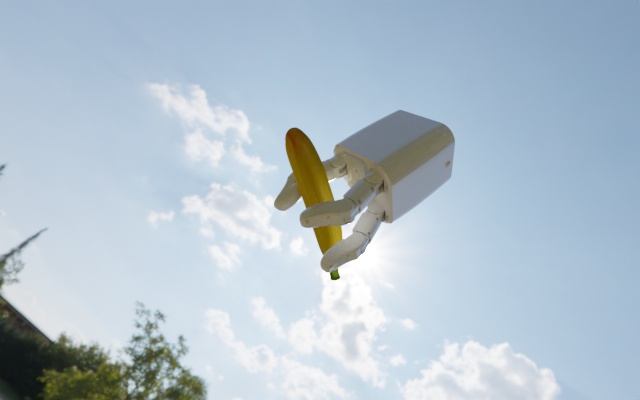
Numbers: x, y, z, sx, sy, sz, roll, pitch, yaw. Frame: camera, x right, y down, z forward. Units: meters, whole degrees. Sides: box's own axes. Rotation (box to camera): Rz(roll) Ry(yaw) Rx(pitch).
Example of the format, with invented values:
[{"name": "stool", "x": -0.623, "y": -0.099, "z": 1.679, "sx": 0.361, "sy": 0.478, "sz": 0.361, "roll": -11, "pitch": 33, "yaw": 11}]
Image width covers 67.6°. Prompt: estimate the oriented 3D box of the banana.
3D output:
[{"name": "banana", "x": -0.003, "y": -0.003, "z": 0.553, "sx": 0.037, "sy": 0.198, "sz": 0.069, "roll": -20, "pitch": 28, "yaw": -2}]
